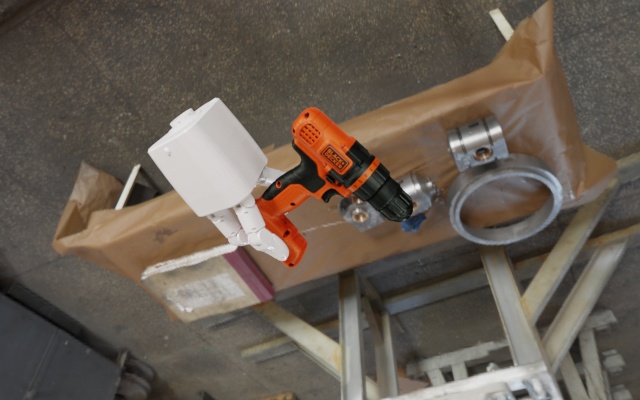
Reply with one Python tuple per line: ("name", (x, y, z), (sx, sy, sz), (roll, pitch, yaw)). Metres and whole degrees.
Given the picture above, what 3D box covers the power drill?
("power drill", (0.000, 0.002, 0.617), (0.188, 0.184, 0.057), (-46, 3, 24))
